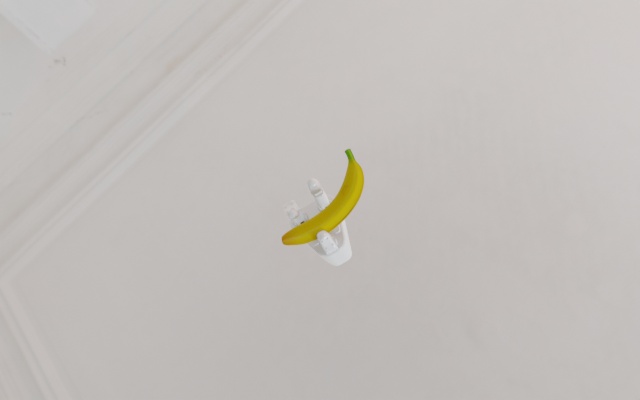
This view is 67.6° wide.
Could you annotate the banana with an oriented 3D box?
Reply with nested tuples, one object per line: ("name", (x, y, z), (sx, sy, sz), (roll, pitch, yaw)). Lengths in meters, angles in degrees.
("banana", (0.017, 0.010, 0.809), (0.069, 0.198, 0.037), (35, -6, 17))
